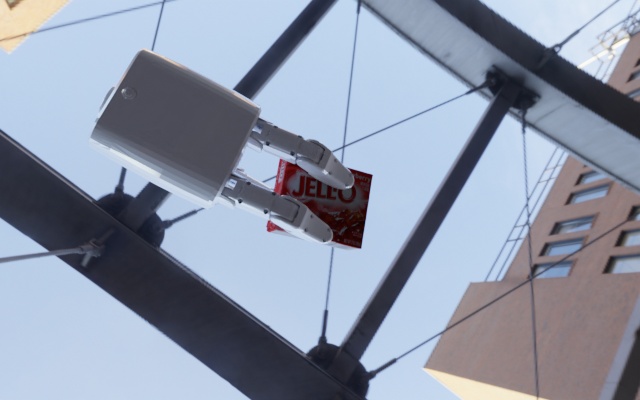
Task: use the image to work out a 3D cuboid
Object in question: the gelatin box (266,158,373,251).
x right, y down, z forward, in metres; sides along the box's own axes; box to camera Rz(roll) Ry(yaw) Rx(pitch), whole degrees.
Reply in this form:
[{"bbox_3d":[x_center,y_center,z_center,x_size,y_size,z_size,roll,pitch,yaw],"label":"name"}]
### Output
[{"bbox_3d":[0.000,0.002,0.441,0.089,0.073,0.030,15,-14,-21],"label":"gelatin box"}]
